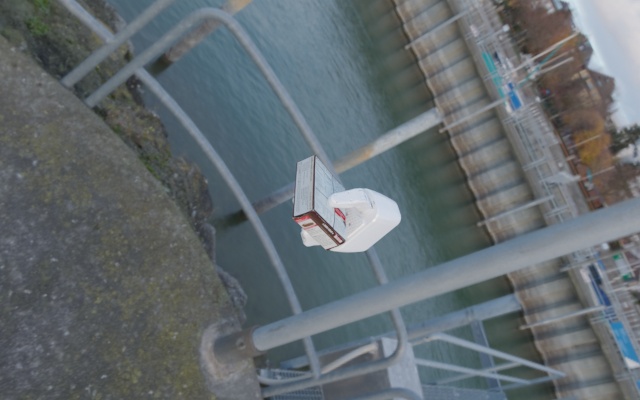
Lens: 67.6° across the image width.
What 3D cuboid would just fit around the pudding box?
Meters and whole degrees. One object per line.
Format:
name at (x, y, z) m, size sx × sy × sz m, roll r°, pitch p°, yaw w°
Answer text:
pudding box at (0.000, 0.002, 0.700) m, size 0.039 × 0.113 × 0.090 m, roll -24°, pitch -48°, yaw 24°
